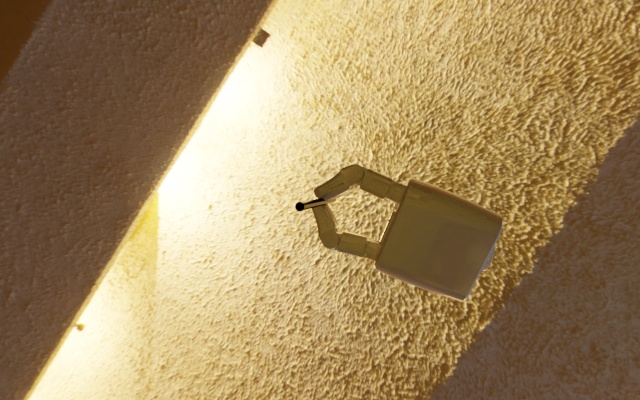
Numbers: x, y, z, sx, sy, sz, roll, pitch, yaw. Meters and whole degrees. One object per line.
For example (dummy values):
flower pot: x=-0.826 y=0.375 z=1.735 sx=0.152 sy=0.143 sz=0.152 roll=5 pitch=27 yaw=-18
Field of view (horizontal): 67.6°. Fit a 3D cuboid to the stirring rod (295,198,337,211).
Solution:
stirring rod: x=0.000 y=0.002 z=0.510 sx=0.011 sy=0.011 sz=0.239 roll=0 pitch=2 yaw=8
